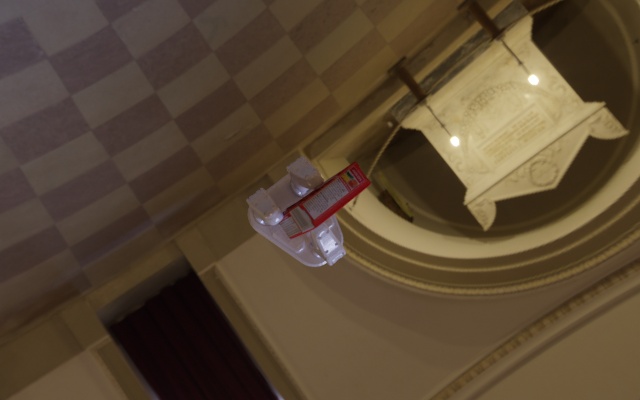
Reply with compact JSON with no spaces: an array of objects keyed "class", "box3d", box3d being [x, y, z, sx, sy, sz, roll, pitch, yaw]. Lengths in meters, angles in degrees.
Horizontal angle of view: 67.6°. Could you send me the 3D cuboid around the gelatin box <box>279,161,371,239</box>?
[{"class":"gelatin box","box3d":[0.000,0.002,0.474,0.073,0.030,0.089,-37,3,-22]}]
